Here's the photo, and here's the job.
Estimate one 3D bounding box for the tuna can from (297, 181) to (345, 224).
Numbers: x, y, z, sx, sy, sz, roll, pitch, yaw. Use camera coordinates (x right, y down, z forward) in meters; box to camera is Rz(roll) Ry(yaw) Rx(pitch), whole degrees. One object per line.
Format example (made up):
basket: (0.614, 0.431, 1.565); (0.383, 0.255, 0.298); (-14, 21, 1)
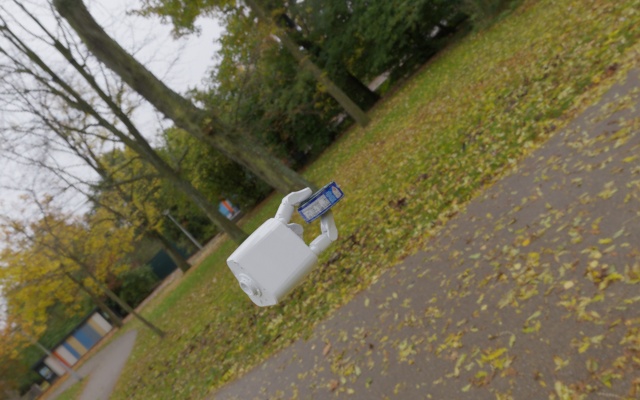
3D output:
tuna can: (0.000, 0.002, 0.855); (0.086, 0.034, 0.086); (-37, 4, 3)
